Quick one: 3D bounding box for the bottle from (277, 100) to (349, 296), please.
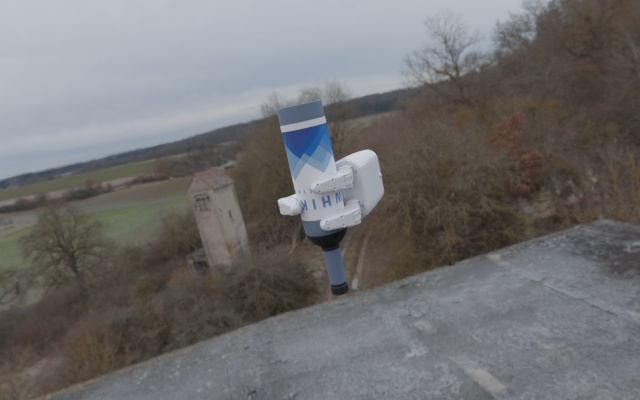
[{"bbox_3d":[0.000,0.002,0.717,0.069,0.296,0.069,-12,12,3],"label":"bottle"}]
